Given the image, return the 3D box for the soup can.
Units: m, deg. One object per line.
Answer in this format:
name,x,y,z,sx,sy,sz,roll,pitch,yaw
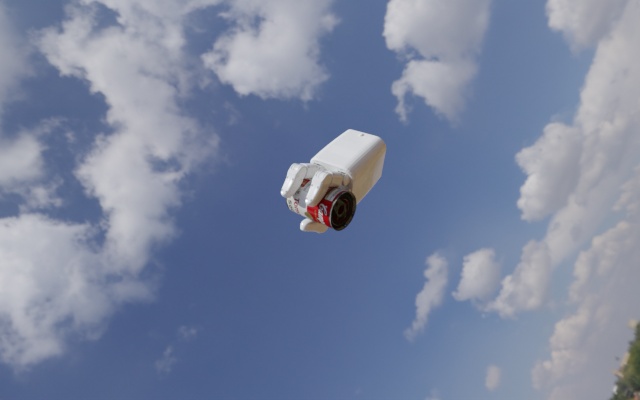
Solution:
soup can,0.000,0.003,0.806,0.102,0.068,0.068,22,13,36
